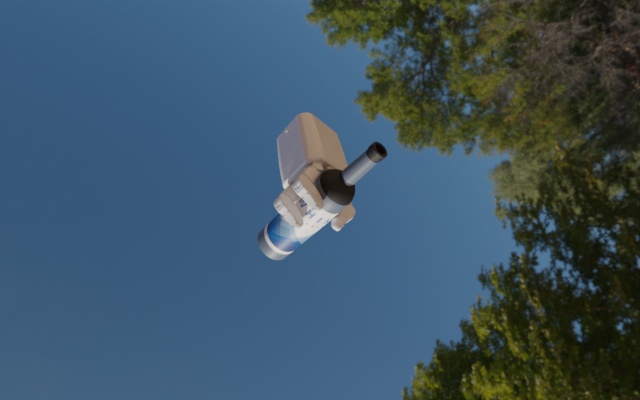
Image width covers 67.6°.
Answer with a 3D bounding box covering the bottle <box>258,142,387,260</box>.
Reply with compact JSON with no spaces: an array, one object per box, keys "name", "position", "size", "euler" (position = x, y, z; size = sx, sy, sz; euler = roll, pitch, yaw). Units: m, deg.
[{"name":"bottle","position":[0.000,0.003,0.776],"size":[0.069,0.069,0.296],"euler":[0,-31,-43]}]
